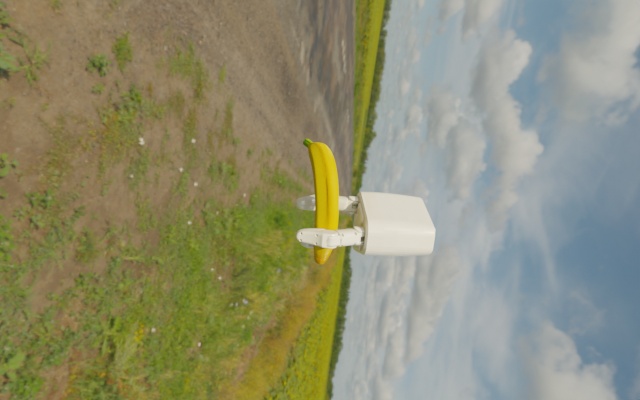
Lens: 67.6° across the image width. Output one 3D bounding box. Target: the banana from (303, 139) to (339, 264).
[{"bbox_3d":[0.005,-0.003,0.718,0.037,0.198,0.069,-2,-7,-16],"label":"banana"}]
